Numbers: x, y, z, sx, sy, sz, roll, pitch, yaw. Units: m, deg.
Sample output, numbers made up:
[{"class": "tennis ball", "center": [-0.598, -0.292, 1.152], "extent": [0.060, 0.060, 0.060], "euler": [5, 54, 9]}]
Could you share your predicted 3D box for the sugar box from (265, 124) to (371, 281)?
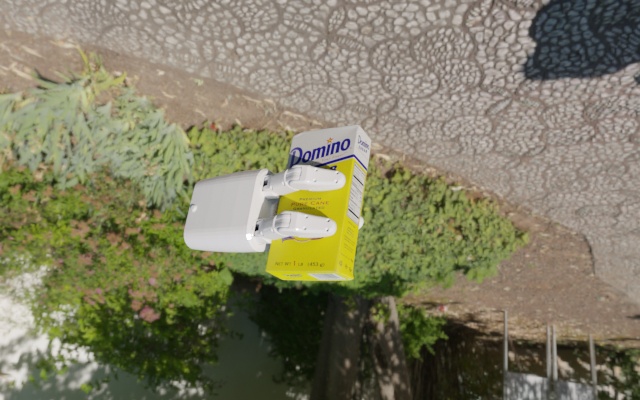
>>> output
[{"class": "sugar box", "center": [0.000, 0.002, 0.546], "extent": [0.093, 0.176, 0.048], "euler": [-4, -23, 29]}]
